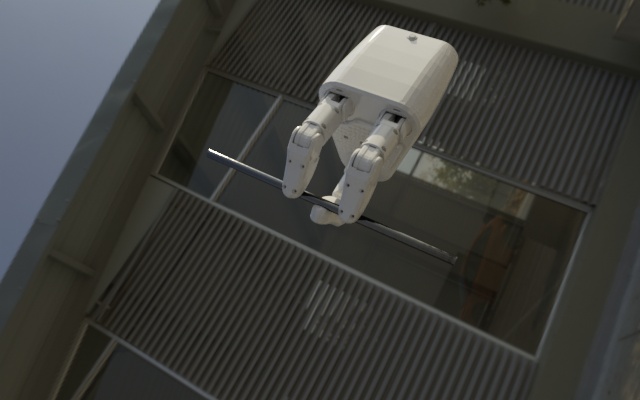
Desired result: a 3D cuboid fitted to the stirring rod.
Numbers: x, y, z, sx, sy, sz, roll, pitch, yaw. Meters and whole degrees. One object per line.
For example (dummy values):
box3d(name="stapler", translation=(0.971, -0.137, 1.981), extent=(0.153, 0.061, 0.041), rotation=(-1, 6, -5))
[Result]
box3d(name="stirring rod", translation=(0.000, 0.001, 0.407), extent=(0.239, 0.011, 0.011), rotation=(24, 8, 19))
